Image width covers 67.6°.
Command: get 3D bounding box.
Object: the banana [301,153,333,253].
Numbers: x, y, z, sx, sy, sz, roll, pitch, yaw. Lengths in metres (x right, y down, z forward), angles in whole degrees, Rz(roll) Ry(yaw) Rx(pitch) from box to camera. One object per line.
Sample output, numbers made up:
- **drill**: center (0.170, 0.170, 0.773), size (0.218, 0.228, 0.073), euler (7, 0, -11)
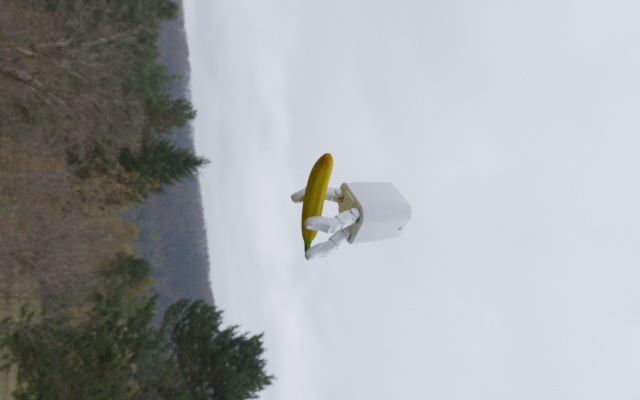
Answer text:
- **banana**: center (-0.006, -0.003, 0.850), size (0.037, 0.198, 0.069), euler (0, 29, -20)
